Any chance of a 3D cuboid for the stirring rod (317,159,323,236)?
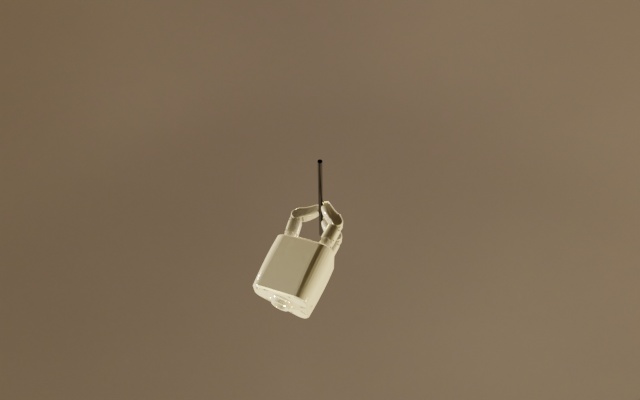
[{"bbox_3d":[0.000,0.003,0.855,0.011,0.011,0.240,0,-32,1],"label":"stirring rod"}]
